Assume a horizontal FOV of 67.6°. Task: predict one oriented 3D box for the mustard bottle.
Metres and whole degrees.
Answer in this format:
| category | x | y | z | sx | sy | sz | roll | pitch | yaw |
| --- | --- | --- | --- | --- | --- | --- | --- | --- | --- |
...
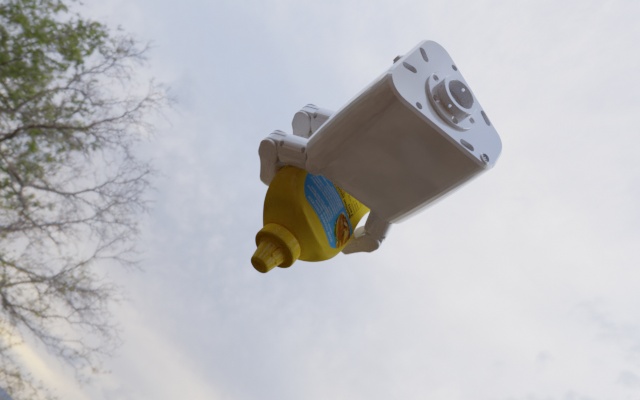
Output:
| category | x | y | z | sx | sy | sz | roll | pitch | yaw |
| --- | --- | --- | --- | --- | --- | --- | --- | --- | --- |
| mustard bottle | 0.000 | 0.001 | 0.453 | 0.058 | 0.096 | 0.191 | -4 | 30 | 41 |
